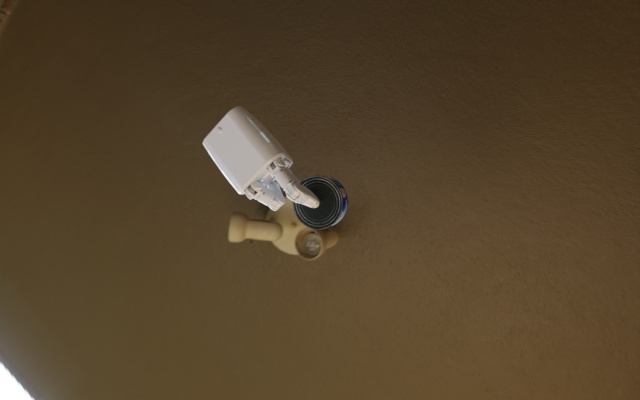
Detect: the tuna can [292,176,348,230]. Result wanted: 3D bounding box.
[{"bbox_3d":[0.000,0.003,0.771,0.086,0.086,0.034,0,4,21],"label":"tuna can"}]
